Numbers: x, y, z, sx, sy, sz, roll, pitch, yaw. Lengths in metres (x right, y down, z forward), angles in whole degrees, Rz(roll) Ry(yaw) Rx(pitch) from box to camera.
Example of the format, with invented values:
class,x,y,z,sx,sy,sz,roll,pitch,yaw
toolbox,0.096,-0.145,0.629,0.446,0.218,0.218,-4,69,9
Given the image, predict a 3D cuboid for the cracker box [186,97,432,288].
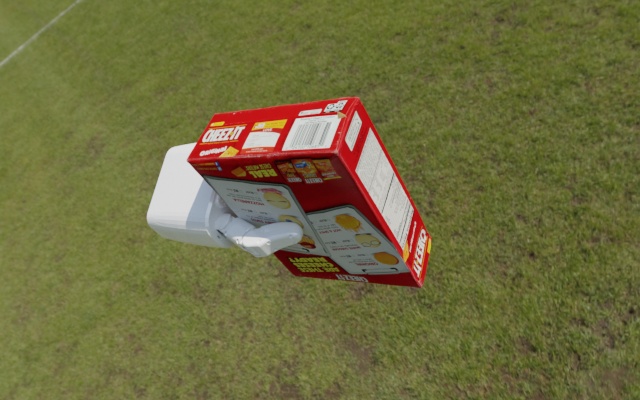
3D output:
class,x,y,z,sx,sy,sz,roll,pitch,yaw
cracker box,0.000,0.002,0.476,0.164,0.072,0.214,0,-36,33
